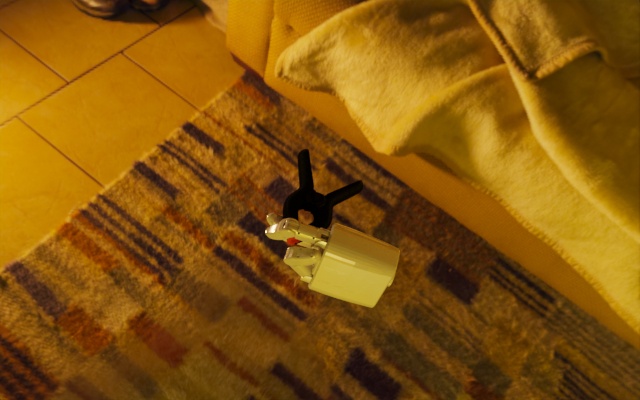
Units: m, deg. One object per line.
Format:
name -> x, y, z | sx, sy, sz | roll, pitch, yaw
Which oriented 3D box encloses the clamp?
clamp -> 0.000, 0.002, 0.758 | 0.120, 0.171, 0.039 | 20, -32, -2
